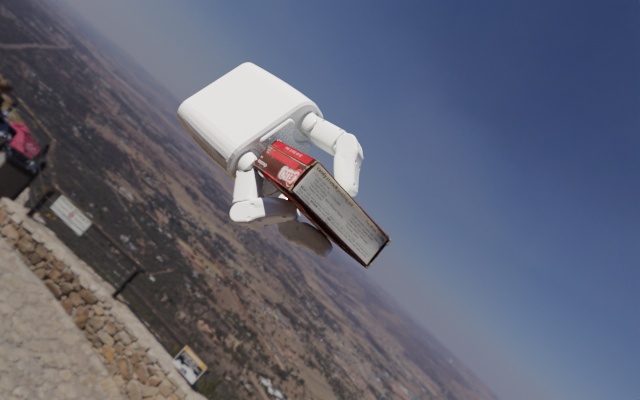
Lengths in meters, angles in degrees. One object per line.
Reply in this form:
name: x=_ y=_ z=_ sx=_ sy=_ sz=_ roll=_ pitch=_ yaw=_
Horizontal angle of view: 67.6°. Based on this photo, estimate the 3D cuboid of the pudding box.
pudding box: x=0.000 y=0.001 z=0.427 sx=0.113 sy=0.039 sz=0.090 roll=44 pitch=-4 yaw=-31
